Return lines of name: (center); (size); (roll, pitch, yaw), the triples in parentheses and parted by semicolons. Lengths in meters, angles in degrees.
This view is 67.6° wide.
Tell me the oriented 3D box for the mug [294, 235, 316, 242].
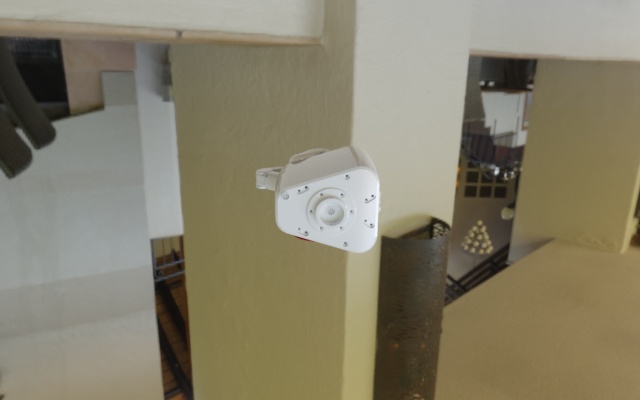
mug: (0.000, 0.002, 0.646); (0.093, 0.081, 0.117); (1, 15, -1)
